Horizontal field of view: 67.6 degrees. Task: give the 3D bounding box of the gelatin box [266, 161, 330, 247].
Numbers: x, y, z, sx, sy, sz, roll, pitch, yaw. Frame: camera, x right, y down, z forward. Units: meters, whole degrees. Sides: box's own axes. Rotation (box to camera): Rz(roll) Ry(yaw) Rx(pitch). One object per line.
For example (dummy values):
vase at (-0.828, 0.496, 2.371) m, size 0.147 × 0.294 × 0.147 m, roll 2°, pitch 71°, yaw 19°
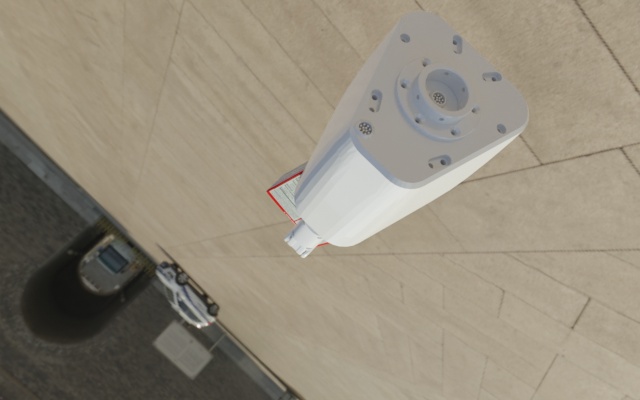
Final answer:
gelatin box at (0.000, 0.002, 0.425) m, size 0.030 × 0.073 × 0.089 m, roll -47°, pitch 12°, yaw -30°
